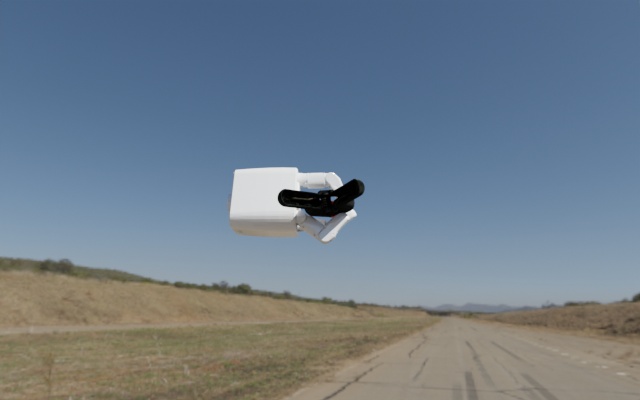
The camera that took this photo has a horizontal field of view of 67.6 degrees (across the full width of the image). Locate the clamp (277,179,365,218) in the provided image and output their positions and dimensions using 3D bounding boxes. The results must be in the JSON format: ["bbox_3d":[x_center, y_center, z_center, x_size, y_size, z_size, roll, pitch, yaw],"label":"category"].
[{"bbox_3d":[0.000,0.002,0.720,0.120,0.039,0.171,-1,-13,0],"label":"clamp"}]
